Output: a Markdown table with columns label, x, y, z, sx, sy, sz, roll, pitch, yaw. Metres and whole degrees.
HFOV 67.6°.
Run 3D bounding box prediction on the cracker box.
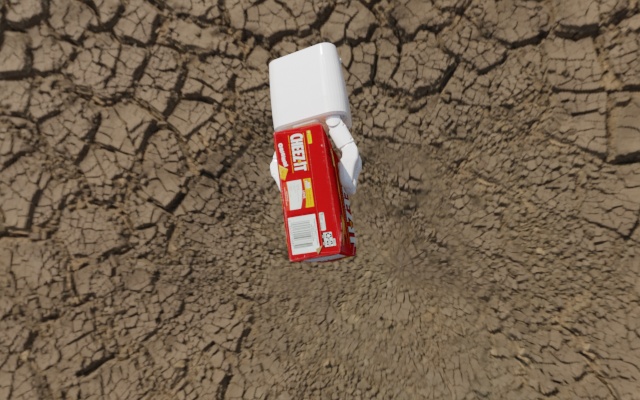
| label | x | y | z | sx | sy | sz | roll | pitch | yaw |
| --- | --- | --- | --- | --- | --- | --- | --- | --- | --- |
| cracker box | 0.000 | 0.002 | 0.676 | 0.072 | 0.164 | 0.214 | -10 | -9 | 8 |
